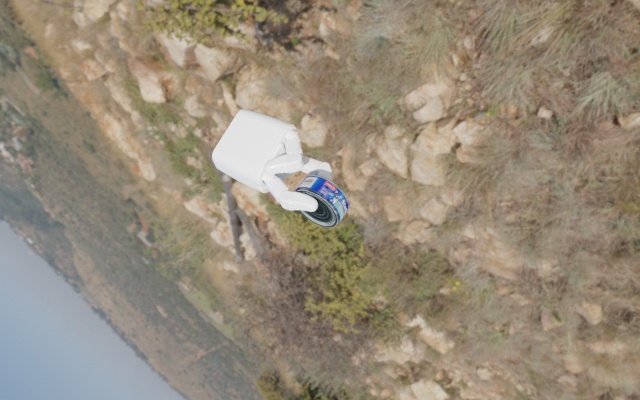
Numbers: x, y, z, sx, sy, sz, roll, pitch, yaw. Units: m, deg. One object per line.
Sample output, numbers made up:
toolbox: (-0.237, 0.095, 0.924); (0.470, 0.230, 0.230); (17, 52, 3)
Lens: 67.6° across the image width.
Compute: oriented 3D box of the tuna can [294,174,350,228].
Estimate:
tuna can: (0.000, 0.003, 0.741); (0.086, 0.086, 0.033); (0, 44, 46)
